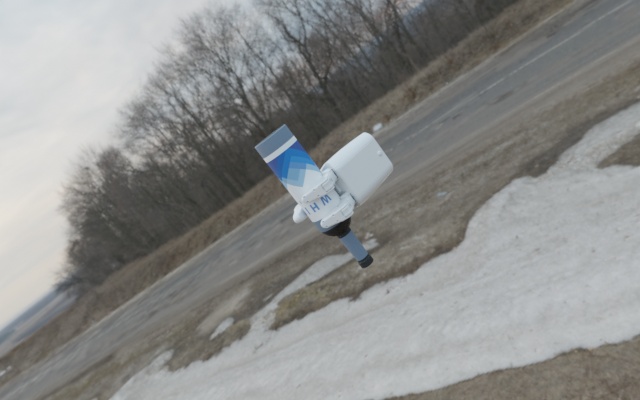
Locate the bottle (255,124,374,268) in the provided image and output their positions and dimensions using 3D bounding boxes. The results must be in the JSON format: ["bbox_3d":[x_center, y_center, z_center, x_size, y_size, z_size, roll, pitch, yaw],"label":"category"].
[{"bbox_3d":[0.000,0.003,0.853,0.069,0.296,0.069,-35,12,9],"label":"bottle"}]
